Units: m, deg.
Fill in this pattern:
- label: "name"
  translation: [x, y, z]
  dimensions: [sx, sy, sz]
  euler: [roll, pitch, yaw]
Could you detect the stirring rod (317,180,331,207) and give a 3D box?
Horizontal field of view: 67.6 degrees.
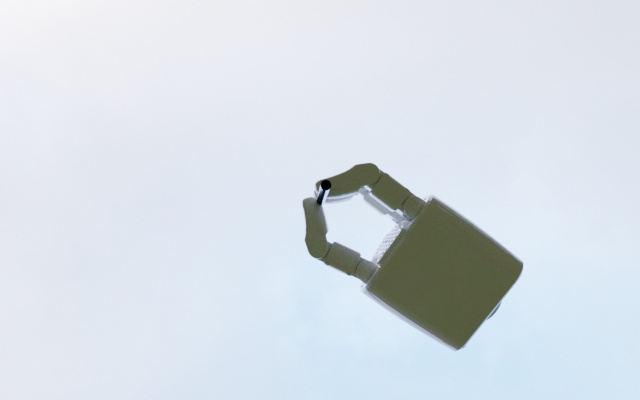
- label: "stirring rod"
  translation: [0.000, 0.002, 0.464]
  dimensions: [0.011, 0.011, 0.239]
  euler: [0, -6, -2]
